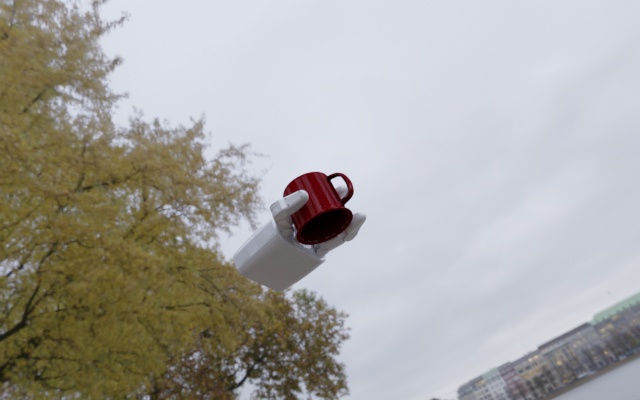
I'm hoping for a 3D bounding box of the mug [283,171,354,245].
[{"bbox_3d":[0.001,0.001,0.734,0.117,0.081,0.093,-40,-33,22],"label":"mug"}]
